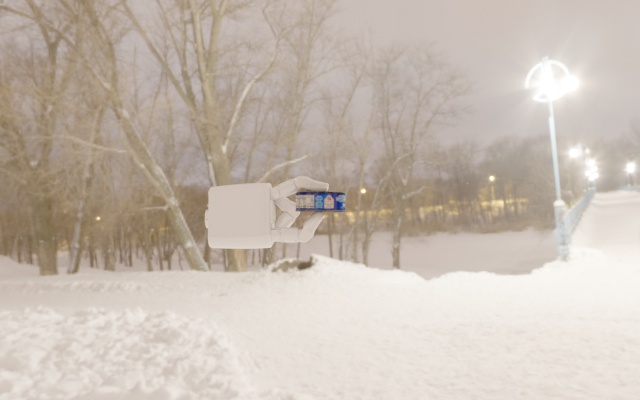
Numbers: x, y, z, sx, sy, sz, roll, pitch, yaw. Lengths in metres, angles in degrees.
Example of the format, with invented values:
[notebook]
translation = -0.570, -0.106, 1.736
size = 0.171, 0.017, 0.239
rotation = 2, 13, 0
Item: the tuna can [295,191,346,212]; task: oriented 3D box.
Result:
[tuna can]
translation = 0.000, 0.002, 0.813
size = 0.086, 0.034, 0.086
rotation = 1, -1, 0
